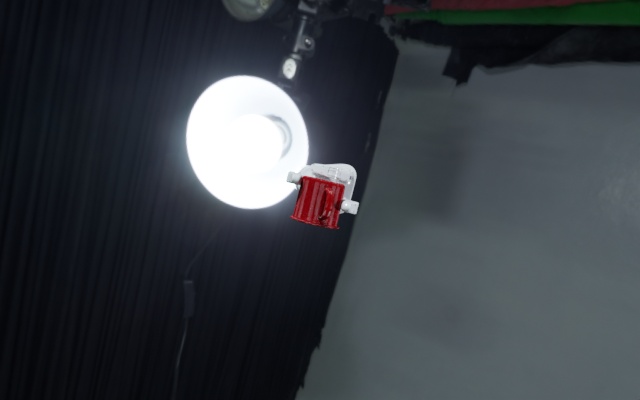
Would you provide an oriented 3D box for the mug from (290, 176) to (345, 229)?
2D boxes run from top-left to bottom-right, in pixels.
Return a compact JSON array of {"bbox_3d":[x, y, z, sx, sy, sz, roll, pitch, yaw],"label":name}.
[{"bbox_3d":[0.000,0.003,0.862,0.093,0.081,0.117,12,3,-12],"label":"mug"}]
